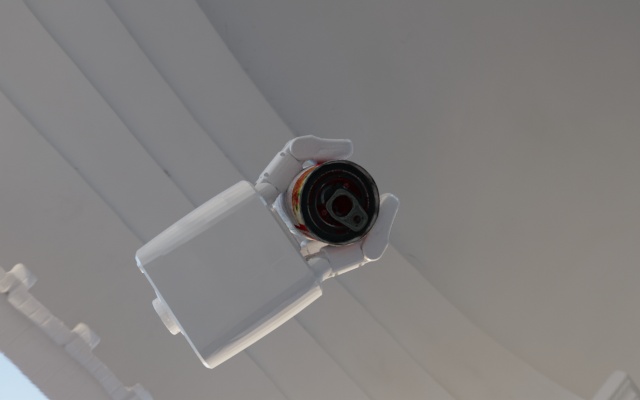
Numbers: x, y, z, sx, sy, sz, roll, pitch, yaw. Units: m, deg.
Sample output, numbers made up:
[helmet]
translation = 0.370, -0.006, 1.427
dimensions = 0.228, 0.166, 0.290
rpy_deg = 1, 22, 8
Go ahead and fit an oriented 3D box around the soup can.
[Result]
[soup can]
translation = 0.000, 0.001, 0.421
dimensions = 0.068, 0.068, 0.102
rpy_deg = 0, 1, -18
